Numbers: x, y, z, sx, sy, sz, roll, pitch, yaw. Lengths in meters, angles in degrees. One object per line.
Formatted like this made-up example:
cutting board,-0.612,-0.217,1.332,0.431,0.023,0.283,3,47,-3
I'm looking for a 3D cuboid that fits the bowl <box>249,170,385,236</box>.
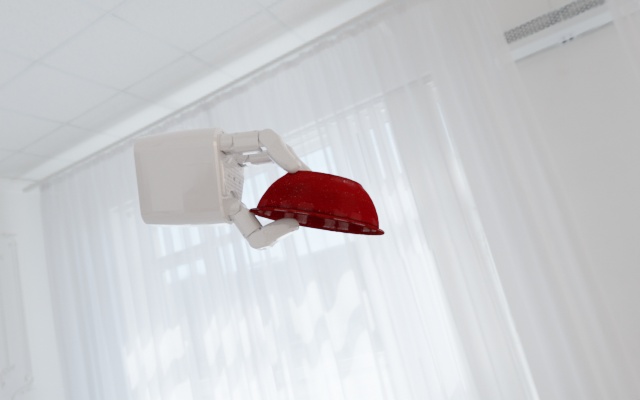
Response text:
bowl,0.001,0.002,0.566,0.162,0.055,0.162,10,-8,1
